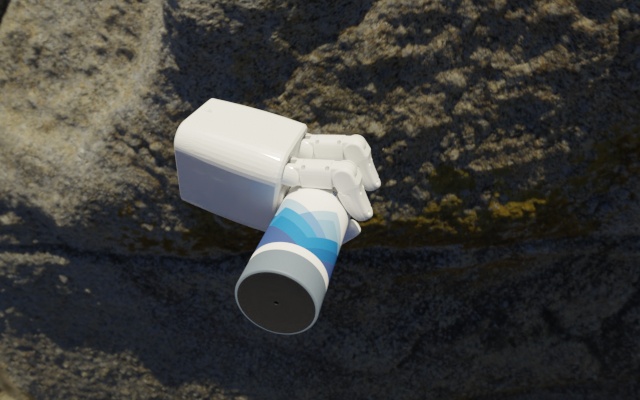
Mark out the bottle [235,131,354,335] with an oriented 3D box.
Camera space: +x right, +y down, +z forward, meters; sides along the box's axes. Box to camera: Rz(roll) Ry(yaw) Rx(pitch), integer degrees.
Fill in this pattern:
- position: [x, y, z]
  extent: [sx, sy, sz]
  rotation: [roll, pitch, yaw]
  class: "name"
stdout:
- position: [0.000, 0.002, 0.480]
  extent: [0.069, 0.069, 0.295]
  rotation: [0, 31, 16]
  class: "bottle"
